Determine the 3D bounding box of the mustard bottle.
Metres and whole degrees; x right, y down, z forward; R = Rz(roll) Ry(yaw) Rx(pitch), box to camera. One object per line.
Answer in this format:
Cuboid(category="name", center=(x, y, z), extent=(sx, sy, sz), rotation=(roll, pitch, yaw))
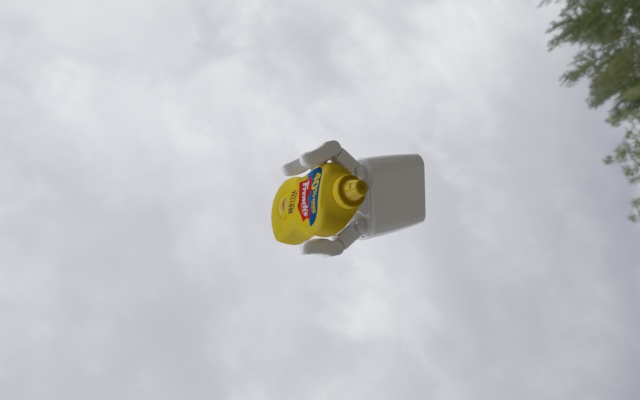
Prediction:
Cuboid(category="mustard bottle", center=(0.000, 0.002, 0.628), extent=(0.058, 0.096, 0.191), rotation=(17, -19, -27))
